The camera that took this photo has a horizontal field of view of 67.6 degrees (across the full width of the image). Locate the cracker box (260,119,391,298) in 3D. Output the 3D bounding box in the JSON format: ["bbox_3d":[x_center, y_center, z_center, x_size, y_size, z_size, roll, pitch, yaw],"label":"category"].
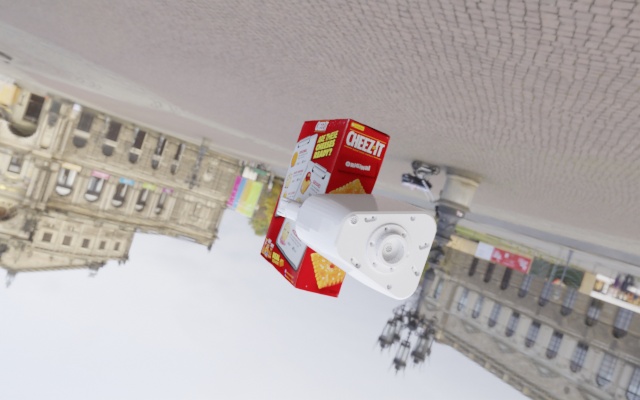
[{"bbox_3d":[0.000,0.002,0.649,0.072,0.213,0.164,18,1,-23],"label":"cracker box"}]
